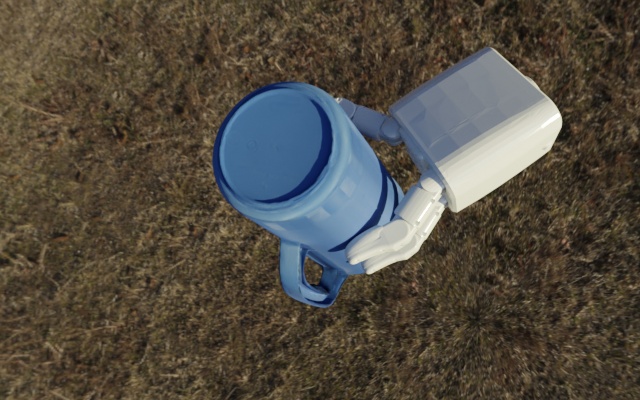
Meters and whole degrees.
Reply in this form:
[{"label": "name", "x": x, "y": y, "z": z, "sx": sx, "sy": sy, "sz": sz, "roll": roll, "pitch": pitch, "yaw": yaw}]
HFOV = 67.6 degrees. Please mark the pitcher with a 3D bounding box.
[{"label": "pitcher", "x": 0.000, "y": 0.001, "z": 0.445, "sx": 0.145, "sy": 0.149, "sz": 0.243, "roll": -32, "pitch": -21, "yaw": 7}]
